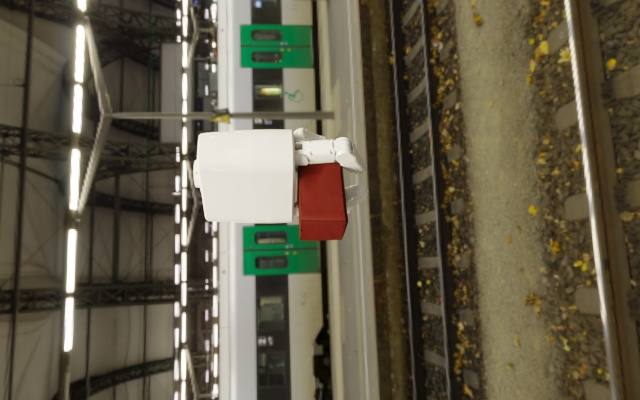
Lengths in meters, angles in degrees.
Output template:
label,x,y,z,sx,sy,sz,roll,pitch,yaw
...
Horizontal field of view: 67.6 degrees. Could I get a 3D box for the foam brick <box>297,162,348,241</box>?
label,x,y,z,sx,sy,sz,roll,pitch,yaw
foam brick,0.000,0.002,0.549,0.051,0.078,0.053,-1,-30,-6
